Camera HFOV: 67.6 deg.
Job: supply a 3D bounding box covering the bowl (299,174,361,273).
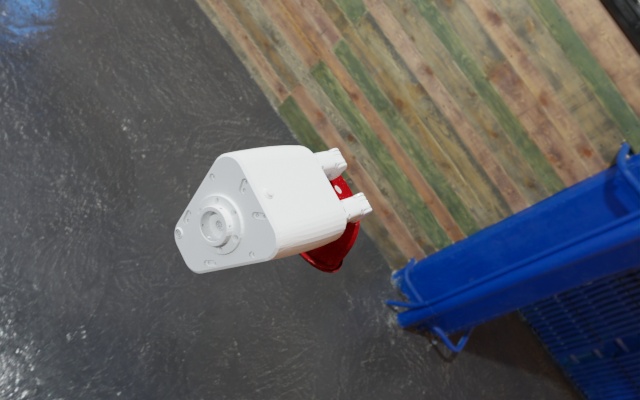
[{"bbox_3d":[0.001,0.001,0.567,0.055,0.162,0.162,-32,-12,19],"label":"bowl"}]
